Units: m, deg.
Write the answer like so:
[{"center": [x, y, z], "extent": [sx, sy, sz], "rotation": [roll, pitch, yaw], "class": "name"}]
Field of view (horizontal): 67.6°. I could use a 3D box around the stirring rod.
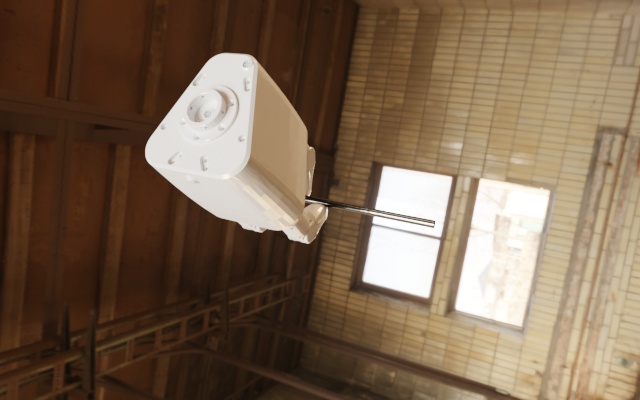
[{"center": [0.000, 0.002, 0.502], "extent": [0.239, 0.011, 0.011], "rotation": [11, 4, 23], "class": "stirring rod"}]
